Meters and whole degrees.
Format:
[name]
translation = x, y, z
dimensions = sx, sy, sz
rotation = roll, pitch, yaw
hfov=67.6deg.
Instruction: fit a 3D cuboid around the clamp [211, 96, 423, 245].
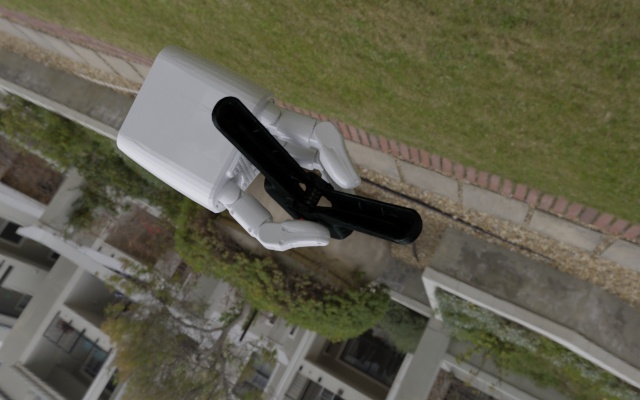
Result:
[clamp]
translation = -0.001, 0.002, 0.407
dimensions = 0.164, 0.036, 0.210
rotation = 32, -12, 10
